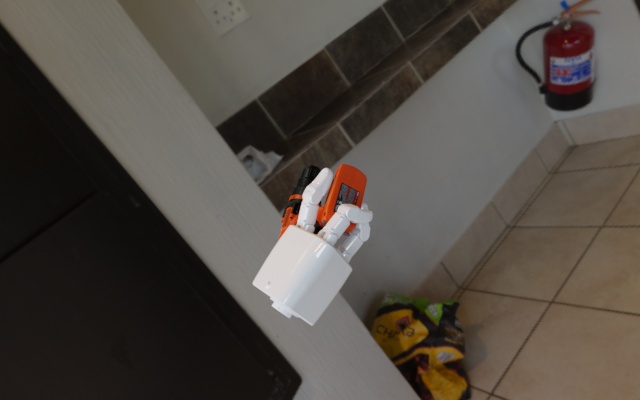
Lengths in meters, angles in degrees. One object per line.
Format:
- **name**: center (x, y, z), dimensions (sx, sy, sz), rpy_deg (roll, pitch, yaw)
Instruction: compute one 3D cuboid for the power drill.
- **power drill**: center (0.000, 0.003, 0.800), dimensions (0.057, 0.184, 0.188), rpy_deg (24, -25, -22)
